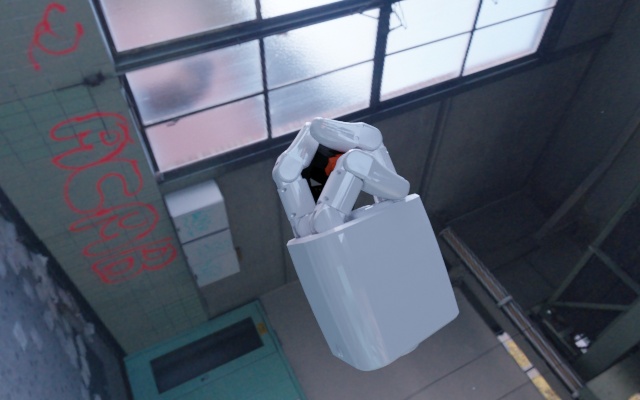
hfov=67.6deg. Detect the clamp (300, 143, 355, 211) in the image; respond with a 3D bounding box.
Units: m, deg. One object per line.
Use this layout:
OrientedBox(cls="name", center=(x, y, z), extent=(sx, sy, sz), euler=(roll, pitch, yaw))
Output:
OrientedBox(cls="clamp", center=(0.001, 0.001, 0.470), extent=(0.039, 0.120, 0.171), euler=(-20, -1, -18))
